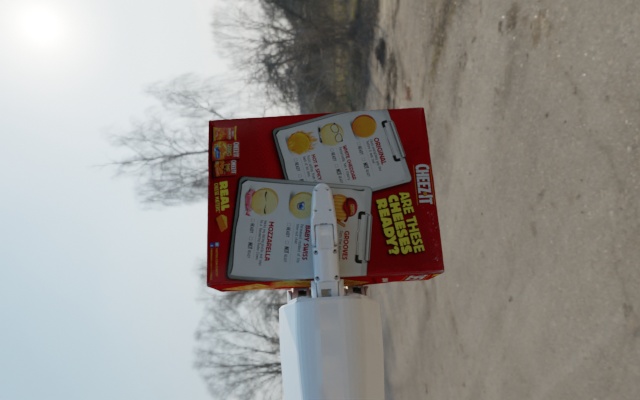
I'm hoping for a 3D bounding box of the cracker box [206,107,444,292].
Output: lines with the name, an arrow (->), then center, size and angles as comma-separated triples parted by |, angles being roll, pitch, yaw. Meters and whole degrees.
cracker box -> 0.000, 0.002, 0.473 | 0.214, 0.164, 0.072 | -3, -15, 0
